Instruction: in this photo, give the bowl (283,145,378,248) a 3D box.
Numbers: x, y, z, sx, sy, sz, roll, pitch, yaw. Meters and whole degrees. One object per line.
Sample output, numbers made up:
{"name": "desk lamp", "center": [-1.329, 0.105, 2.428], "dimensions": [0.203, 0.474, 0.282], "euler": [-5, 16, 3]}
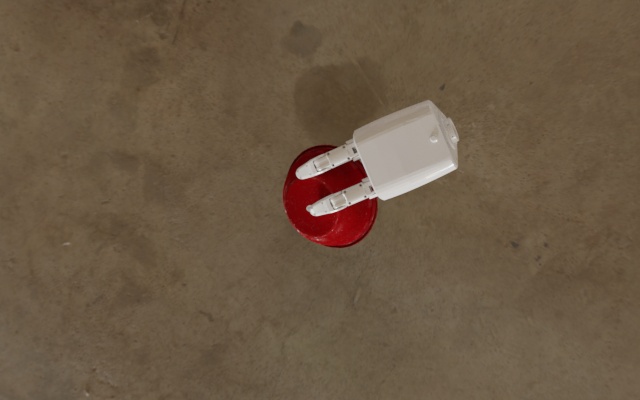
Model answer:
{"name": "bowl", "center": [-0.001, 0.003, 0.701], "dimensions": [0.162, 0.162, 0.055], "euler": [0, 16, 33]}
